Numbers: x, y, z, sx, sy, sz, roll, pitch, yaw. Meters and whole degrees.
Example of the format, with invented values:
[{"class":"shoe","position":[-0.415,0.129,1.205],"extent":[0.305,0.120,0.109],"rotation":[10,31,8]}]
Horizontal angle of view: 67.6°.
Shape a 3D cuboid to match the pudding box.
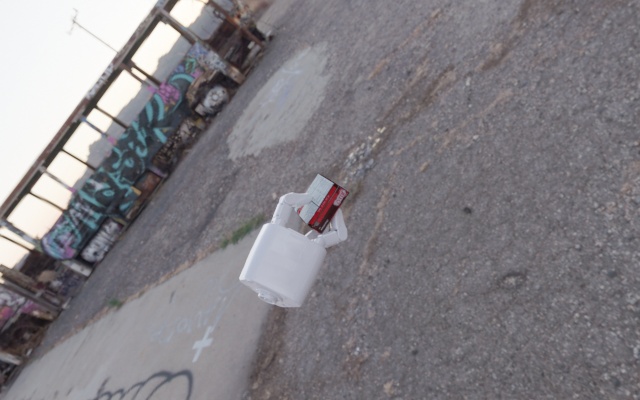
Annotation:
[{"class":"pudding box","position":[0.000,0.003,0.871],"extent":[0.039,0.090,0.113],"rotation":[34,2,-21]}]
